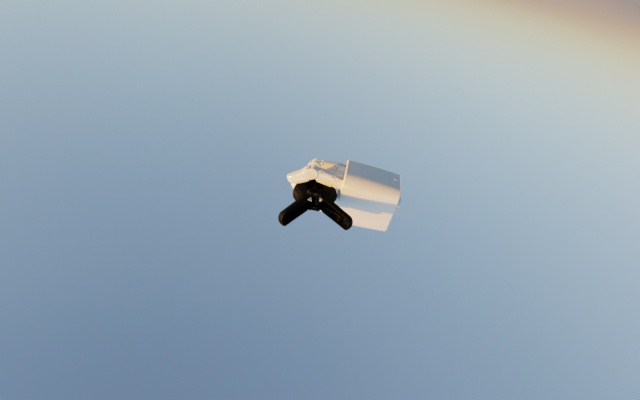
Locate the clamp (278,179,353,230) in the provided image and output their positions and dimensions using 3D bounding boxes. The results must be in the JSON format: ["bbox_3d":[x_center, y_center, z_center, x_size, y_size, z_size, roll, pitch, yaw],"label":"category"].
[{"bbox_3d":[0.000,0.003,0.832,0.120,0.039,0.171,13,30,1],"label":"clamp"}]
